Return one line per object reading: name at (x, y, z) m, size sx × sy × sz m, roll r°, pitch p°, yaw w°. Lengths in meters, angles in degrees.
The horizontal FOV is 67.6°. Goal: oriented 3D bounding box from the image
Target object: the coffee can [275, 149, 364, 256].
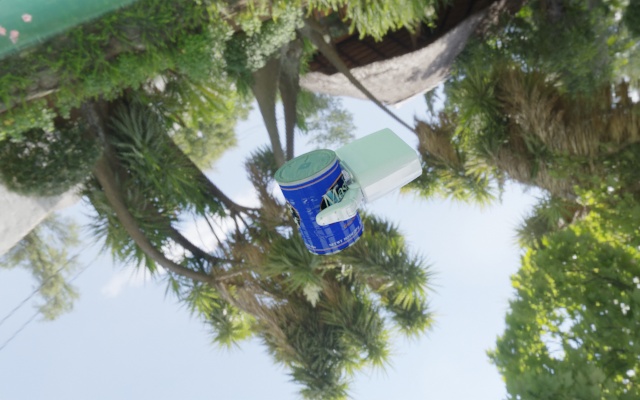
coffee can at (0.000, 0.002, 0.769) m, size 0.103 × 0.140 × 0.102 m, roll -19°, pitch 26°, yaw 9°
